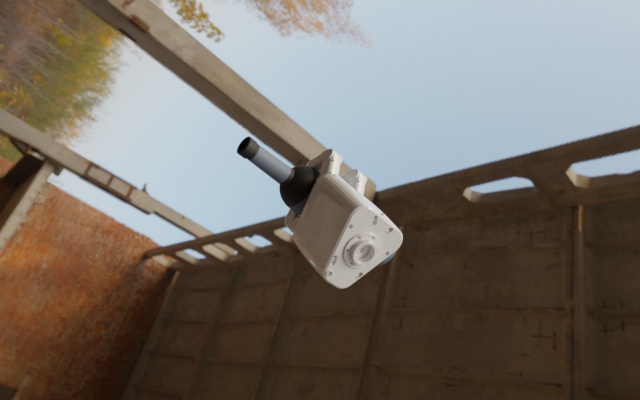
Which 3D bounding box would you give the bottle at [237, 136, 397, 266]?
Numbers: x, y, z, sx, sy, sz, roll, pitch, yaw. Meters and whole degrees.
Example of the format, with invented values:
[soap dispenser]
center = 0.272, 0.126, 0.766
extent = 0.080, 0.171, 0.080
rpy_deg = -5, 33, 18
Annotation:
[bottle]
center = 0.000, 0.002, 0.696
extent = 0.296, 0.069, 0.069
rpy_deg = 37, -22, -32
